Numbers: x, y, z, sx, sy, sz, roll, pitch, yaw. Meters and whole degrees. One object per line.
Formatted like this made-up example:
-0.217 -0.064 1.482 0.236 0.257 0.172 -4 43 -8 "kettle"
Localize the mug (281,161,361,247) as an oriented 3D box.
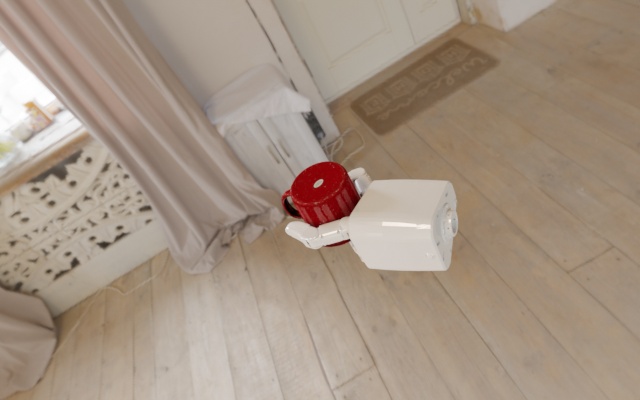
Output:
-0.001 0.002 0.651 0.117 0.093 0.081 -1 -42 29 "mug"
